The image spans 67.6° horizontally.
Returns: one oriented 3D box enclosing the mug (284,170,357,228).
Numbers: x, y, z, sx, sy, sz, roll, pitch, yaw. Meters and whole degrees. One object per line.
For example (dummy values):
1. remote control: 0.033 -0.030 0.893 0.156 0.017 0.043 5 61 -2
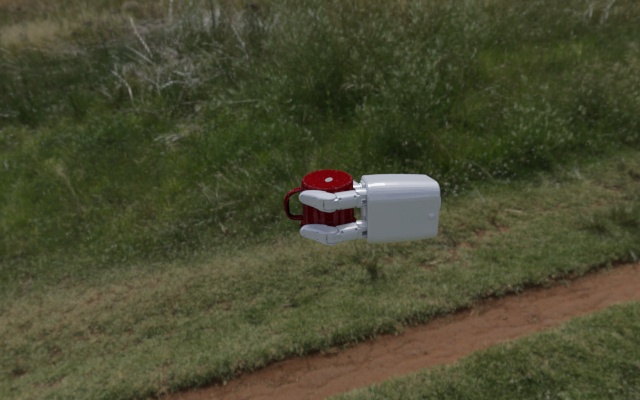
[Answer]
1. mug: -0.001 0.002 0.757 0.117 0.081 0.093 -3 26 -1
